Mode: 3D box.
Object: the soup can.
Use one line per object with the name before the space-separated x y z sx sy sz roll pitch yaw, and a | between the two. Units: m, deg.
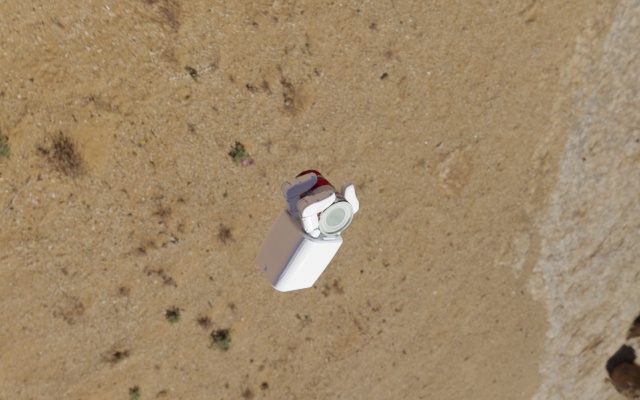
soup can | 0.001 0.002 0.789 0.068 0.068 0.102 0 32 -36
